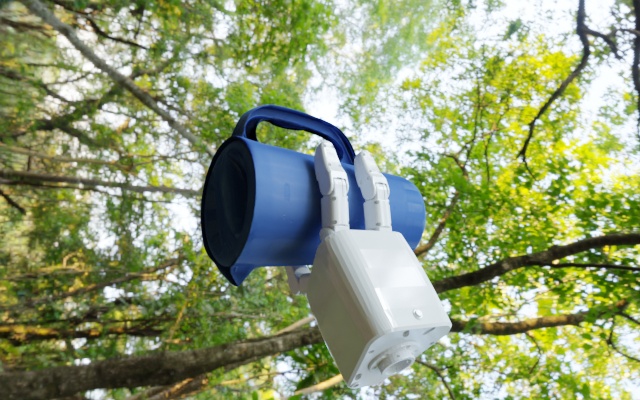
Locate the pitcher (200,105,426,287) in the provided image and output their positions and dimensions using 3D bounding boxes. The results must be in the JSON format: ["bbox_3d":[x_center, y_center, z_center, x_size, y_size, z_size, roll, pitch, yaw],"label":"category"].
[{"bbox_3d":[0.000,0.002,0.538,0.243,0.149,0.145,6,41,-34],"label":"pitcher"}]
